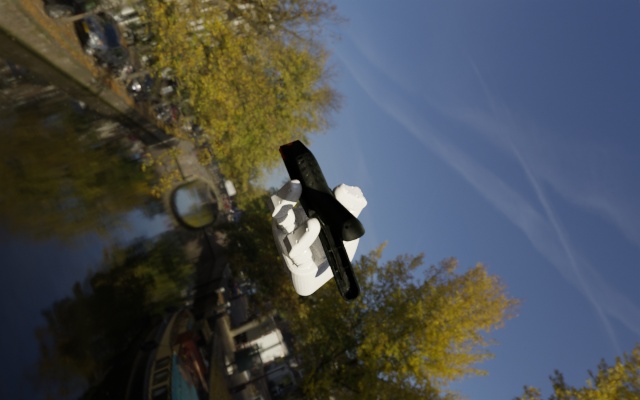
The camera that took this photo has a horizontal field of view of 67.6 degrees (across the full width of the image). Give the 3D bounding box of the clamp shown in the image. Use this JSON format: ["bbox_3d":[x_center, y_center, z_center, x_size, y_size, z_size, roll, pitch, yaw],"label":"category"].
[{"bbox_3d":[0.001,0.001,0.561,0.036,0.210,0.165,-20,-26,-12],"label":"clamp"}]
